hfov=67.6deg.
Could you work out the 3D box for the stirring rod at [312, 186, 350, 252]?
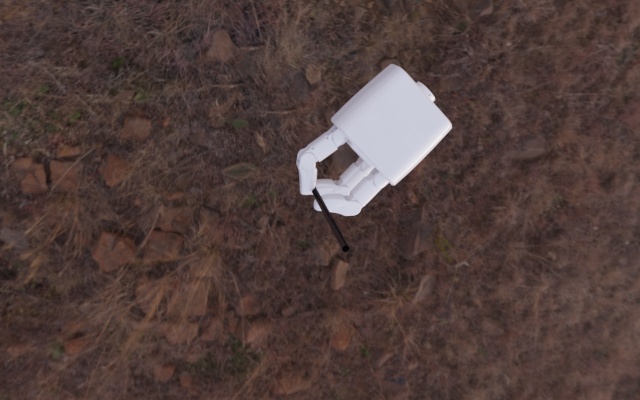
[{"bbox_3d":[0.000,0.002,0.591,0.011,0.011,0.239,0,23,-13],"label":"stirring rod"}]
